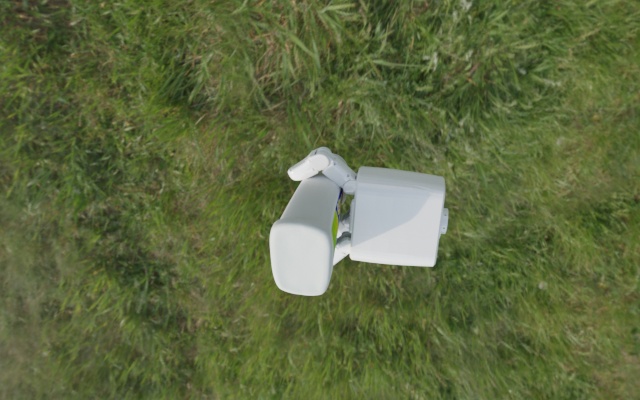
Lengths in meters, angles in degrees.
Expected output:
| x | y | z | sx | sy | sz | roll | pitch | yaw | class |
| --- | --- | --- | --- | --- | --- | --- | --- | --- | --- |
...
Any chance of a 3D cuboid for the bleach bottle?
| x | y | z | sx | sy | sz | roll | pitch | yaw | class |
| --- | --- | --- | --- | --- | --- | --- | --- | --- | --- |
| 0.000 | 0.002 | 0.613 | 0.068 | 0.103 | 0.250 | 6 | 33 | 8 | bleach bottle |
